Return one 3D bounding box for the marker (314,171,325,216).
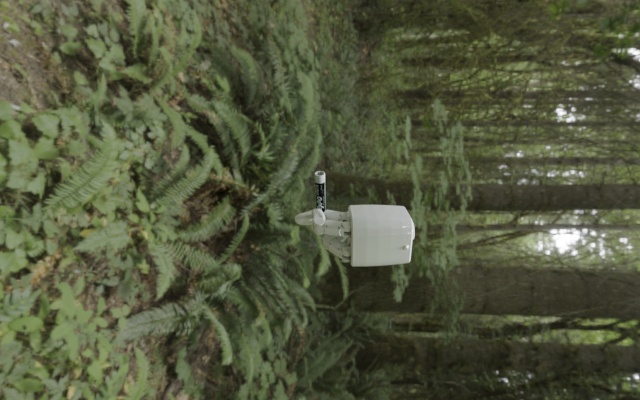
[{"bbox_3d":[0.000,0.003,0.871,0.020,0.121,0.020,-1,33,1],"label":"marker"}]
